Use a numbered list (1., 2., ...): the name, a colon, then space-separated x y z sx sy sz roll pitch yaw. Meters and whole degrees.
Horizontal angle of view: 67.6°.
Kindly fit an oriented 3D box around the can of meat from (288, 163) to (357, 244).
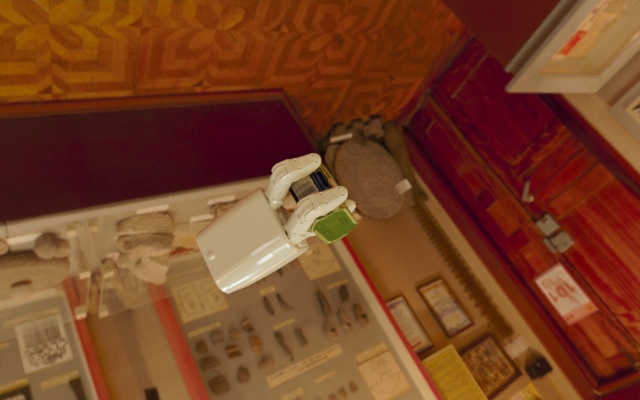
1. can of meat: 0.000 0.002 0.622 0.057 0.084 0.102 -33 -24 4
